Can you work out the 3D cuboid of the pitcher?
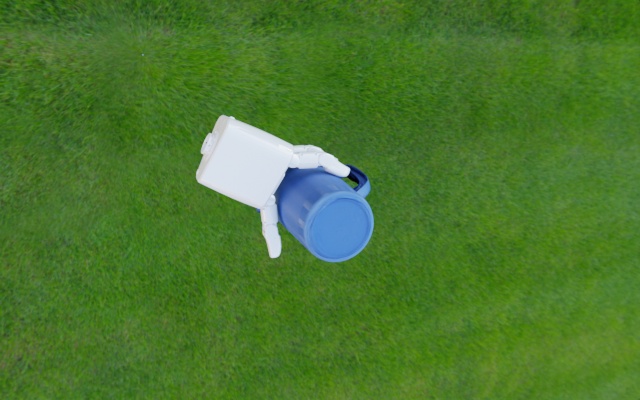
[{"bbox_3d":[0.000,0.003,0.779,0.145,0.149,0.242,23,7,-24],"label":"pitcher"}]
